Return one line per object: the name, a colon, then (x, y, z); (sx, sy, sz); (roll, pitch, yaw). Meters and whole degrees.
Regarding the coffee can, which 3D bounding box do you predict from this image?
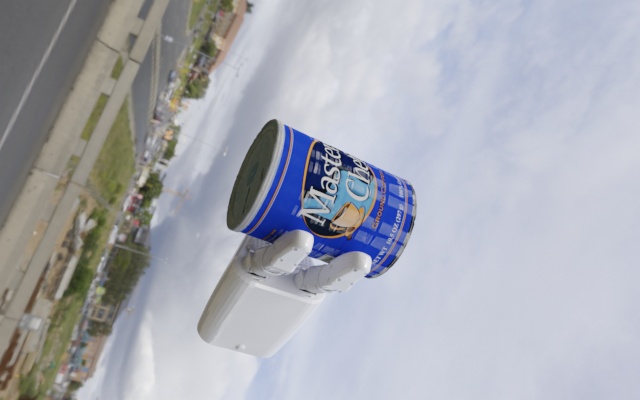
coffee can: (0.000, 0.001, 0.434); (0.140, 0.103, 0.103); (22, -9, -21)
